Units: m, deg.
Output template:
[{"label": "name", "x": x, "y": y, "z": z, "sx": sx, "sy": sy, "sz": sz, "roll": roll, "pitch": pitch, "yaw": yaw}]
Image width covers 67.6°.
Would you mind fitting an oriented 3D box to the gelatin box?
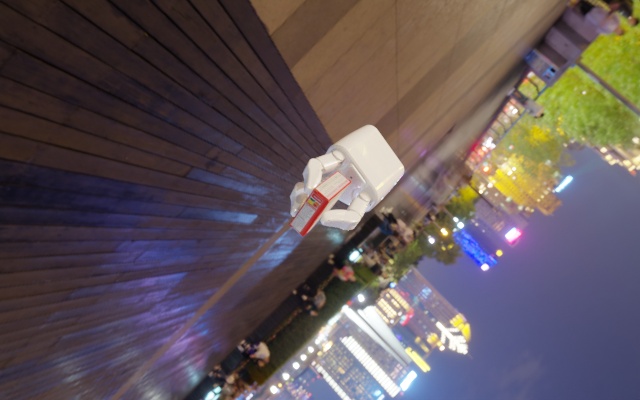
[{"label": "gelatin box", "x": 0.000, "y": 0.003, "z": 0.685, "sx": 0.030, "sy": 0.073, "sz": 0.089, "roll": 40, "pitch": 31, "yaw": 5}]
